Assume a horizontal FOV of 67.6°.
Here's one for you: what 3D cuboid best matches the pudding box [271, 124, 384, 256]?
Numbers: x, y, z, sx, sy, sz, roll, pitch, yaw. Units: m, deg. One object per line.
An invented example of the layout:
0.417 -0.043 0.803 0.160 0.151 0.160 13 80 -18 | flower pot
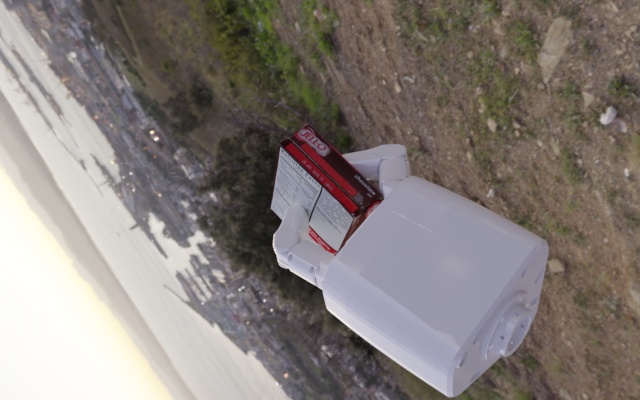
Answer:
0.000 0.002 0.419 0.039 0.090 0.114 -36 -18 -27 | pudding box
